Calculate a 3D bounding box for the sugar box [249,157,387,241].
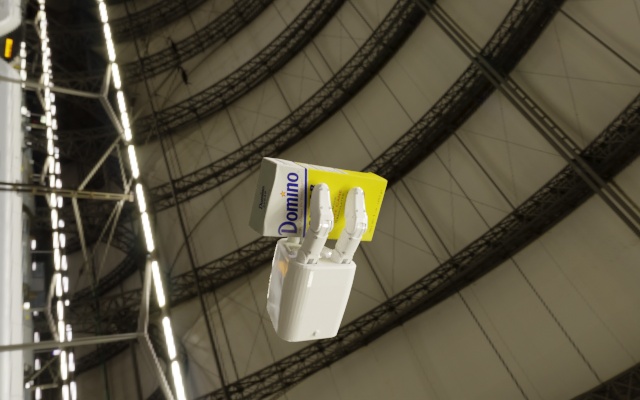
[{"bbox_3d":[0.000,0.002,0.629,0.176,0.093,0.048,4,14,-36],"label":"sugar box"}]
